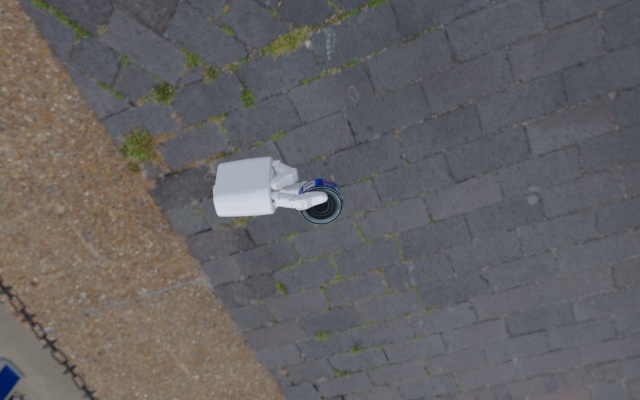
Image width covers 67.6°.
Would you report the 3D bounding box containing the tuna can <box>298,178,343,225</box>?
[{"bbox_3d":[0.000,0.003,0.895,0.086,0.086,0.033,0,30,-3],"label":"tuna can"}]
